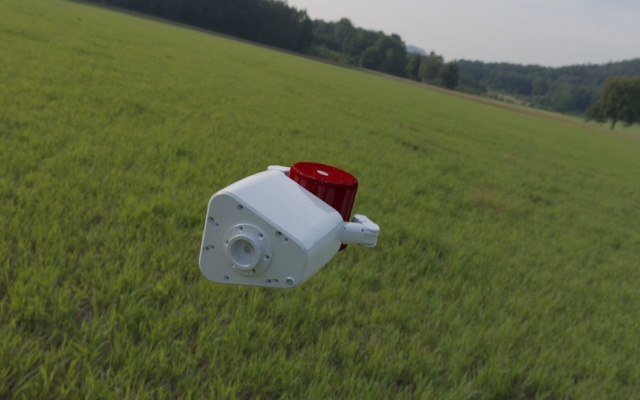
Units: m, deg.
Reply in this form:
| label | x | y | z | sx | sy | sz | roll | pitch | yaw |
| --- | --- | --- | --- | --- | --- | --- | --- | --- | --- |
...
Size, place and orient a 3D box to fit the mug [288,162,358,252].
| label | x | y | z | sx | sy | sz | roll | pitch | yaw |
| --- | --- | --- | --- | --- | --- | --- | --- | --- | --- |
| mug | 0.001 | 0.001 | 0.573 | 0.093 | 0.081 | 0.117 | 18 | 18 | 14 |
